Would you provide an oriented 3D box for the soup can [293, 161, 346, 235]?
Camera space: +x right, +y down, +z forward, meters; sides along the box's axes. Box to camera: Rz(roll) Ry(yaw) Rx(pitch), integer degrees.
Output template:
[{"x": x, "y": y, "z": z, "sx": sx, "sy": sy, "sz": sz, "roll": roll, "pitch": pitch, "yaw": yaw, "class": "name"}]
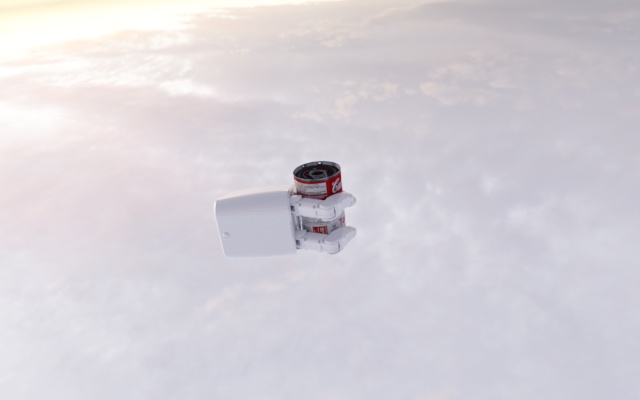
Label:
[{"x": 0.001, "y": 0.002, "z": 0.690, "sx": 0.068, "sy": 0.102, "sz": 0.068, "roll": -6, "pitch": 26, "yaw": 3, "class": "soup can"}]
